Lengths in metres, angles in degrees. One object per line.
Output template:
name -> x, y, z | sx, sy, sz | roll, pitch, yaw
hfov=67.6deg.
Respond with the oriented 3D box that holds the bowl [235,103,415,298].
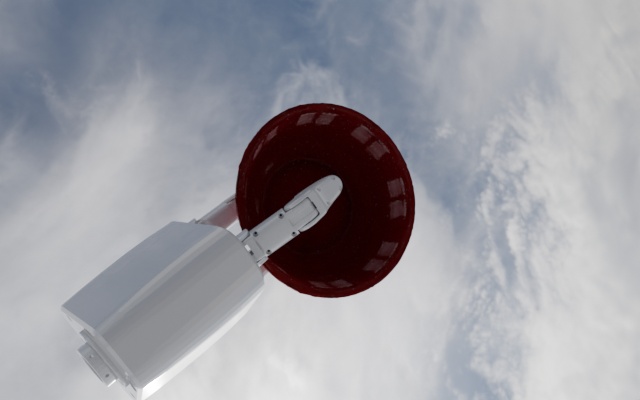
bowl -> 0.001, 0.001, 0.414 | 0.162, 0.162, 0.055 | 0, -7, -24
